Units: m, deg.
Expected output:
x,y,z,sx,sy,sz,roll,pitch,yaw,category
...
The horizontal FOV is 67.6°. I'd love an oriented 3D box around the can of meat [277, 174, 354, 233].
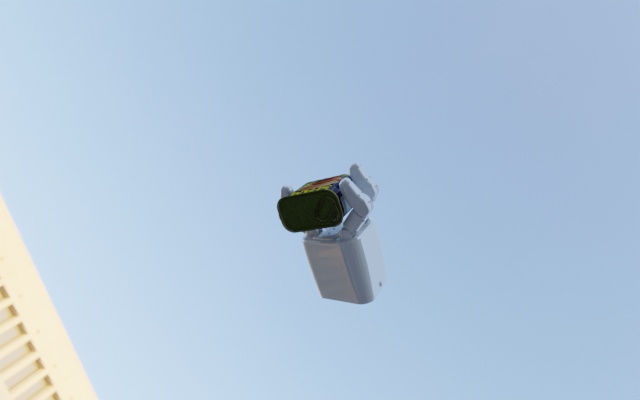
x,y,z,sx,sy,sz,roll,pitch,yaw,category
0.000,0.002,0.715,0.102,0.057,0.084,-11,15,29,can of meat
